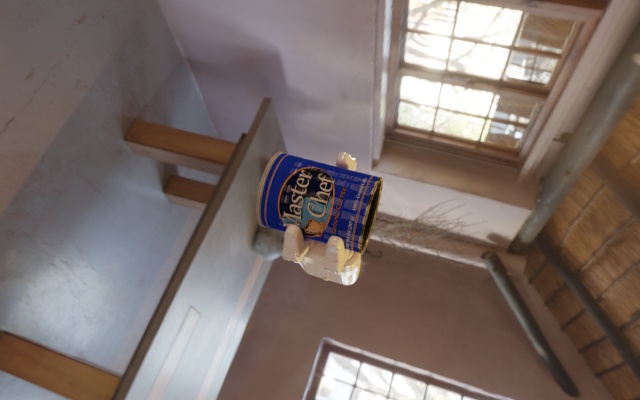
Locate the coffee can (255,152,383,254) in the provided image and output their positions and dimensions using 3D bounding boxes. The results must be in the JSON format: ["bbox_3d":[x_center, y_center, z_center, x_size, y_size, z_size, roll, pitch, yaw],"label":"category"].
[{"bbox_3d":[0.000,0.002,0.623,0.140,0.103,0.103,15,3,13],"label":"coffee can"}]
